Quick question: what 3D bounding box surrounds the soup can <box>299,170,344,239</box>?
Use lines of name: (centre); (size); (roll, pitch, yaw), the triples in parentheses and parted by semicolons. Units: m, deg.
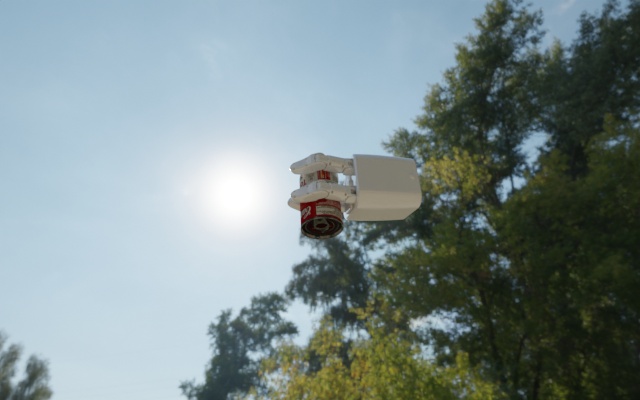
soup can: (0.000, 0.002, 0.775); (0.068, 0.102, 0.068); (-2, -33, -2)
